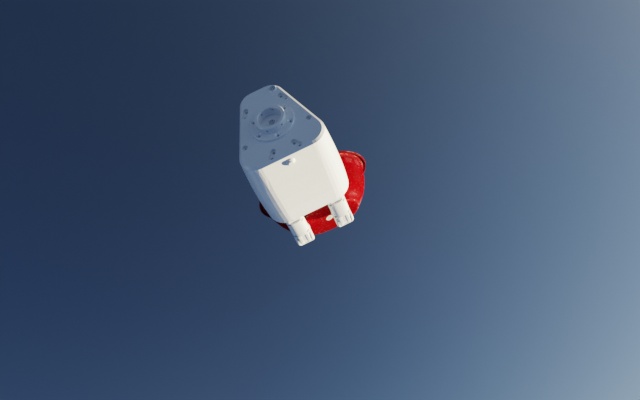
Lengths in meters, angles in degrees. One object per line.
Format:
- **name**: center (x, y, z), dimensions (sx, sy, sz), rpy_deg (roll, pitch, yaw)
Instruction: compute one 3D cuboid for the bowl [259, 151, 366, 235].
- **bowl**: center (0.001, 0.003, 0.661), dimensions (0.162, 0.055, 0.162), rpy_deg (-21, -24, -10)
